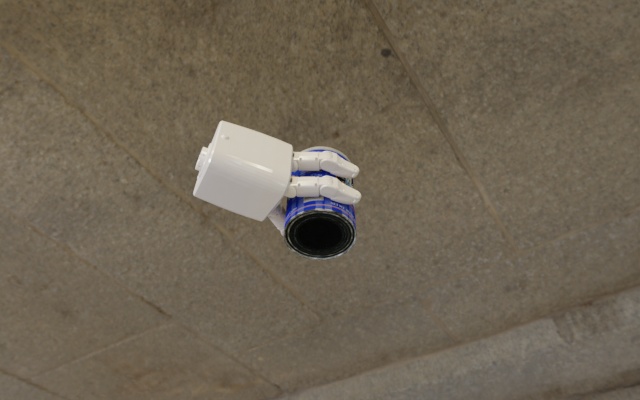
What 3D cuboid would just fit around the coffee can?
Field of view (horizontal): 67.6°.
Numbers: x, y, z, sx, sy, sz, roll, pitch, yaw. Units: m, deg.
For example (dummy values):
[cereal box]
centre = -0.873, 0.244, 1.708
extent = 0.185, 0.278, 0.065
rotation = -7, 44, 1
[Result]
[coffee can]
centre = 0.000, 0.002, 0.709
extent = 0.103, 0.103, 0.140
rotation = 0, 43, 1
